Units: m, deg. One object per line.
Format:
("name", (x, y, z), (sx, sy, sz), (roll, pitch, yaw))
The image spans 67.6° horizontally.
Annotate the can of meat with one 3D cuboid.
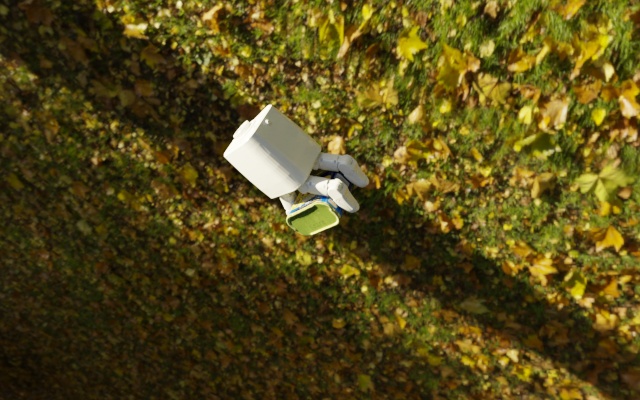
("can of meat", (0.000, 0.003, 0.767), (0.057, 0.084, 0.102), (43, -43, -21))
